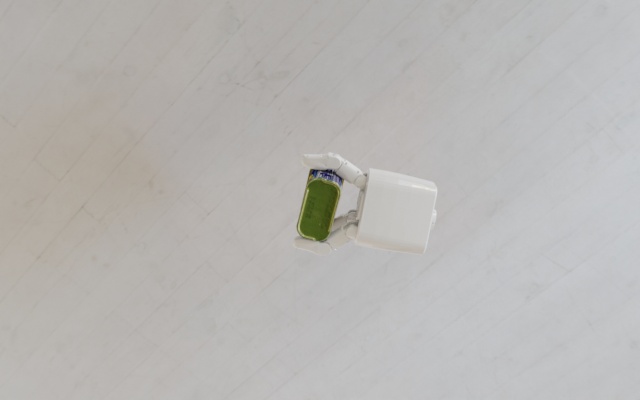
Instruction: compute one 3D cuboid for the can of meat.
[{"bbox_3d":[0.000,0.002,0.728,0.057,0.102,0.084,14,19,-1],"label":"can of meat"}]
